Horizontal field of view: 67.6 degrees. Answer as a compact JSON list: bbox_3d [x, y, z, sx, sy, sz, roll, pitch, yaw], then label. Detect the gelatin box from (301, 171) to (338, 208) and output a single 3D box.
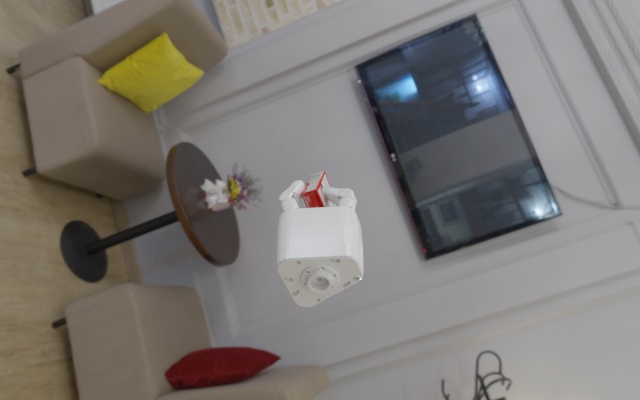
[{"bbox_3d":[0.001,0.002,0.778,0.030,0.073,0.089,-16,20,15],"label":"gelatin box"}]
